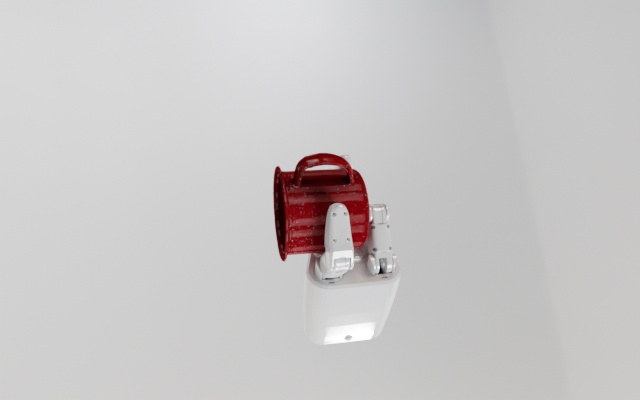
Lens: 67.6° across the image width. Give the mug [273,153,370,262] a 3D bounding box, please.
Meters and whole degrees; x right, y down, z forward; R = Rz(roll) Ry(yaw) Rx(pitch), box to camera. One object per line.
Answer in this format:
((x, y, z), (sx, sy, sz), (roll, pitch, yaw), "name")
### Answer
((0.000, 0.000, 0.464), (0.081, 0.117, 0.093), (-4, 43, -12), "mug")
